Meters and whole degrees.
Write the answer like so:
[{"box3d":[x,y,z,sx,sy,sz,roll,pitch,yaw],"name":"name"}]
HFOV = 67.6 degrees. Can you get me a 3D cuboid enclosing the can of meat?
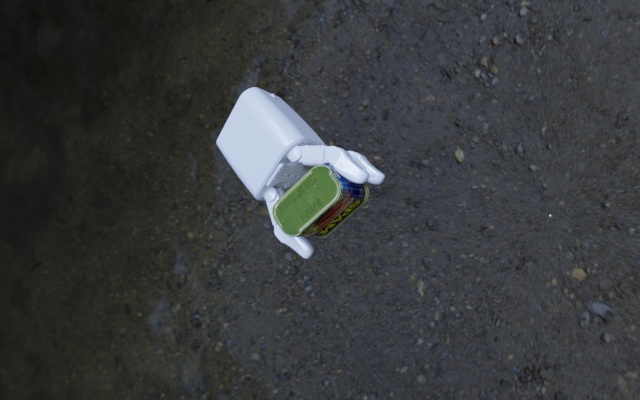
[{"box3d":[0.000,0.002,0.599,0.102,0.057,0.084,-42,-19,19],"name":"can of meat"}]
